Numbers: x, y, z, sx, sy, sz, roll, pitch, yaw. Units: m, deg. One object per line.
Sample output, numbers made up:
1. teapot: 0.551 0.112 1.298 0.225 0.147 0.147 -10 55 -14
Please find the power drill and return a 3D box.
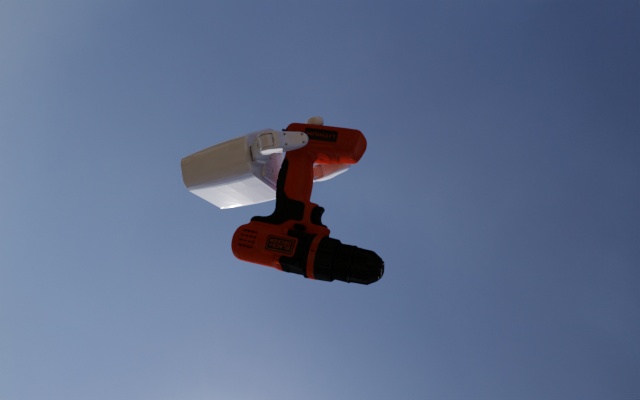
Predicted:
1. power drill: 0.000 0.001 0.577 0.184 0.187 0.057 10 -22 15
